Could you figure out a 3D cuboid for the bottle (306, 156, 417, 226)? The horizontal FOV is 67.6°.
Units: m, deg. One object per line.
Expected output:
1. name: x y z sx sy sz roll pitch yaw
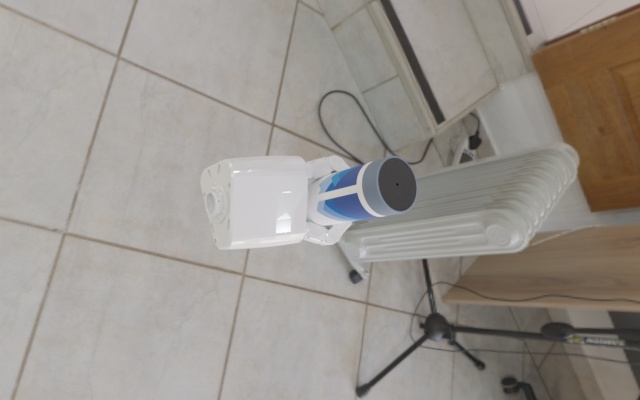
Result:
1. bottle: 0.000 0.002 0.658 0.069 0.069 0.296 0 -8 -37
